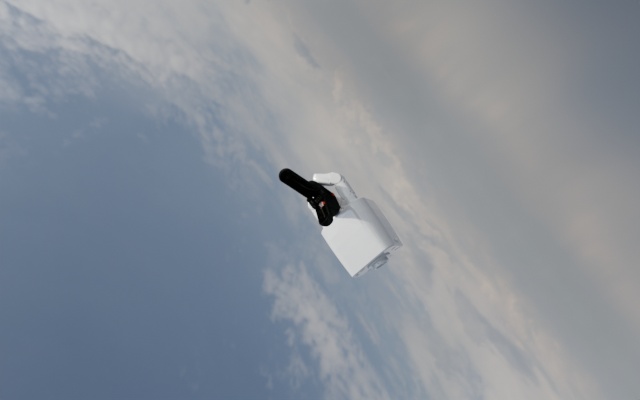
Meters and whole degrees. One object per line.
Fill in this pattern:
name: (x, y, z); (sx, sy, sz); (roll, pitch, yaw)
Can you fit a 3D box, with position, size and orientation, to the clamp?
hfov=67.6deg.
clamp: (0.000, 0.003, 0.833); (0.039, 0.120, 0.171); (-40, -20, 15)
